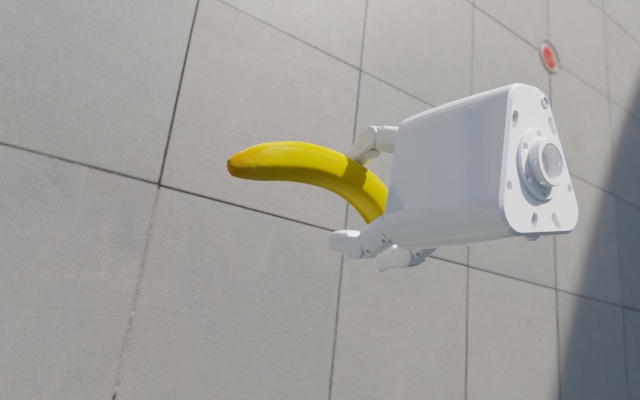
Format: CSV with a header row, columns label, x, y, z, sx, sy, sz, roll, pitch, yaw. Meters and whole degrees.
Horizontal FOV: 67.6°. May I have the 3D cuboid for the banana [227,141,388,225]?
label,x,y,z,sx,sy,sz,roll,pitch,yaw
banana,0.009,-0.014,0.451,0.198,0.069,0.037,30,-20,-28
